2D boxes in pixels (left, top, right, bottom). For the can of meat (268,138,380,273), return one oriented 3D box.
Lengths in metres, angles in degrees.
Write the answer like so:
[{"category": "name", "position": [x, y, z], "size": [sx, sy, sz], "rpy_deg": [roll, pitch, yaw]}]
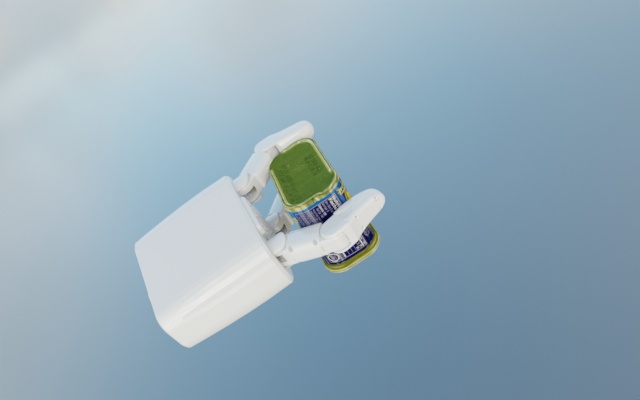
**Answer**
[{"category": "can of meat", "position": [0.000, 0.001, 0.436], "size": [0.057, 0.084, 0.102], "rpy_deg": [-33, 35, 2]}]
